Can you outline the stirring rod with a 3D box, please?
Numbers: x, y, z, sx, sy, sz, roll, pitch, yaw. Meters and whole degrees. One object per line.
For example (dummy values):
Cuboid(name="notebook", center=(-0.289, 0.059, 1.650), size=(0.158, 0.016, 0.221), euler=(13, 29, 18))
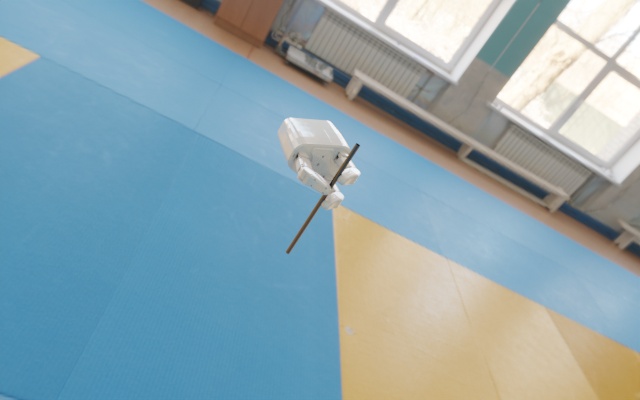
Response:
Cuboid(name="stirring rod", center=(0.000, 0.003, 0.805), size=(0.011, 0.240, 0.011), euler=(26, 27, -14))
